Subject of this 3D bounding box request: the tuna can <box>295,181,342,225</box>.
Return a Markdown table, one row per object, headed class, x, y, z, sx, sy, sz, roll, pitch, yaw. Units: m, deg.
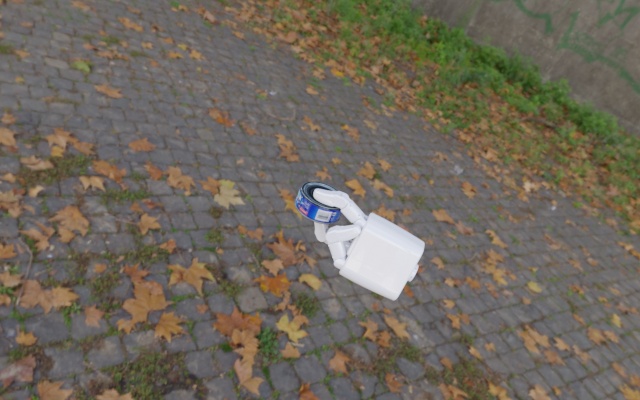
| class | x | y | z | sx | sy | sz | roll | pitch | yaw |
| --- | --- | --- | --- | --- | --- | --- | --- | --- | --- |
| tuna can | 0.000 | 0.002 | 0.840 | 0.086 | 0.034 | 0.086 | 16 | 30 | -10 |
